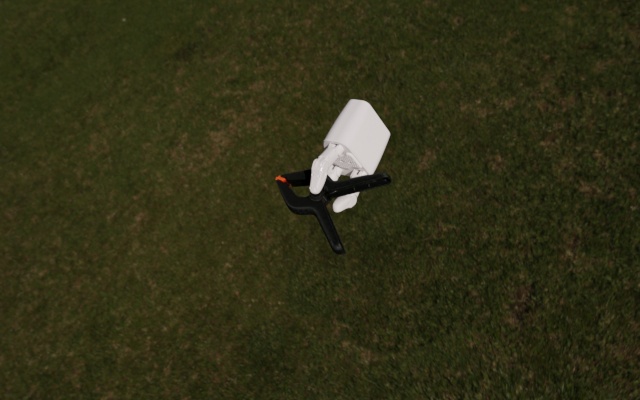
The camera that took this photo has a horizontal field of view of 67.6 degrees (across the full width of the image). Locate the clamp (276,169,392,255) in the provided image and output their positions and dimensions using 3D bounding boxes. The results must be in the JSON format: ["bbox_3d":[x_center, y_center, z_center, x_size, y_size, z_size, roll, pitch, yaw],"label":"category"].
[{"bbox_3d":[0.000,0.002,0.835,0.210,0.164,0.036,14,-28,31],"label":"clamp"}]
